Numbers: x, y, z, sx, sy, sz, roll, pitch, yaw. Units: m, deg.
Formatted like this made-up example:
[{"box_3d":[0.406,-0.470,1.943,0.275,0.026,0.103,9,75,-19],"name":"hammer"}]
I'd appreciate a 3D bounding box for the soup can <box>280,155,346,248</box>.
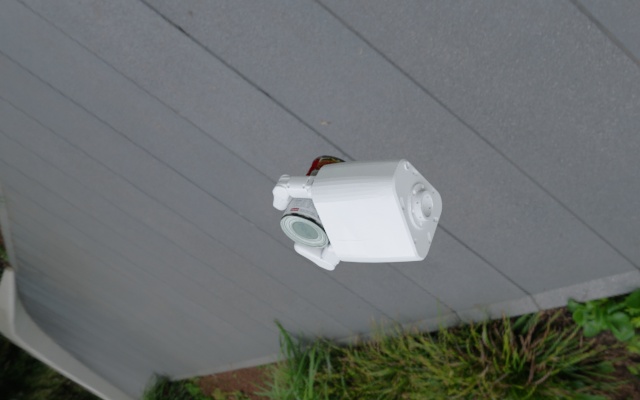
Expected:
[{"box_3d":[0.000,0.002,0.609,0.068,0.102,0.069,19,-34,13],"name":"soup can"}]
